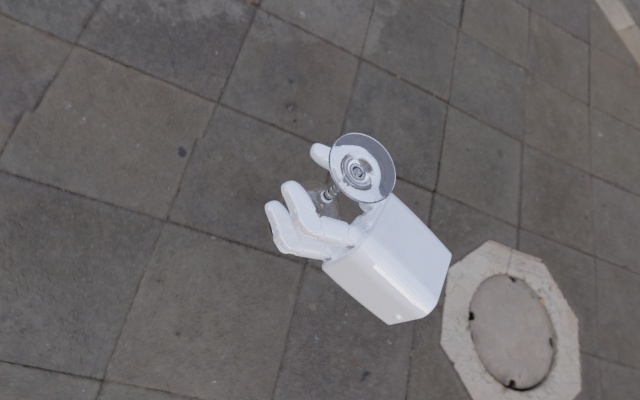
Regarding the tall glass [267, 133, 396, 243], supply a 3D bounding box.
[{"bbox_3d":[0.000,0.001,0.544,0.079,0.079,0.201,0,-20,-26],"label":"tall glass"}]
